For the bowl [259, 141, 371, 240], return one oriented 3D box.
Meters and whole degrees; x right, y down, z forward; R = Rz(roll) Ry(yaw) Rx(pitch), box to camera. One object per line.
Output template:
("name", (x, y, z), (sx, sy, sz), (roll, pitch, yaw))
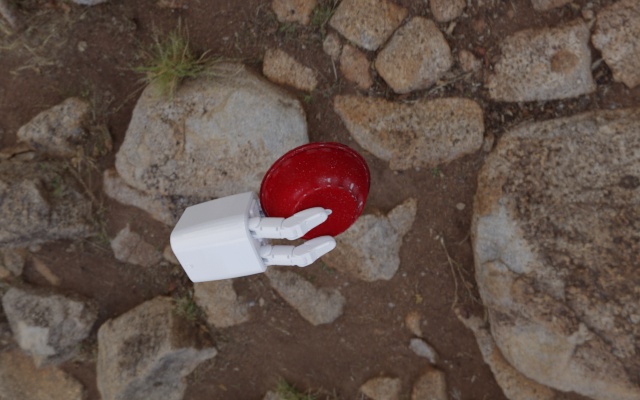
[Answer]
("bowl", (0.001, 0.002, 0.651), (0.162, 0.162, 0.055), (0, 37, -18))
